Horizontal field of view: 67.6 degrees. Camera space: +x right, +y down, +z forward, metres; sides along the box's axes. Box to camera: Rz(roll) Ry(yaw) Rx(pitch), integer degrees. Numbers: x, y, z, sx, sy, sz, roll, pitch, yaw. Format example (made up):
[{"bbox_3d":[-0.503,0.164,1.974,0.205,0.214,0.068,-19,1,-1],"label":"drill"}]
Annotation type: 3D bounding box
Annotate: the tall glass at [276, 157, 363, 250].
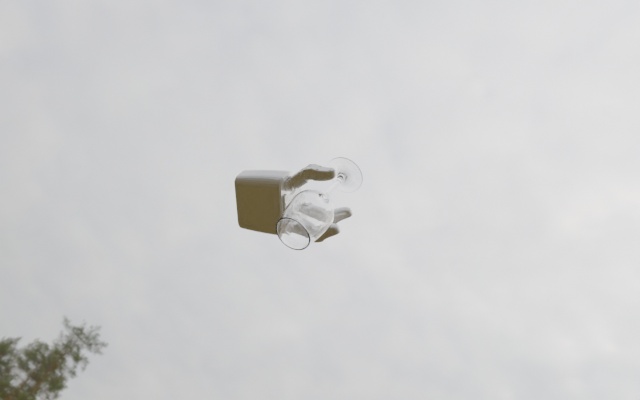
[{"bbox_3d":[0.001,0.002,0.818,0.079,0.079,0.201,0,30,31],"label":"tall glass"}]
